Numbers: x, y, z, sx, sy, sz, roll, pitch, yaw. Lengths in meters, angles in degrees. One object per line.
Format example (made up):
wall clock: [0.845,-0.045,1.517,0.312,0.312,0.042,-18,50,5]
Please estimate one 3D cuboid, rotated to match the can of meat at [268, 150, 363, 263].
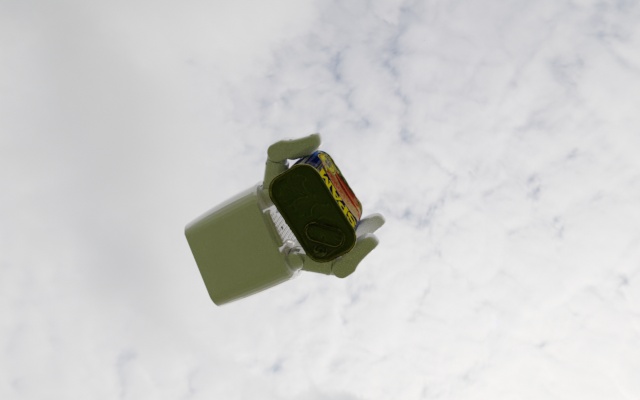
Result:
can of meat: [0.000,0.001,0.505,0.057,0.102,0.084,-29,10,19]
